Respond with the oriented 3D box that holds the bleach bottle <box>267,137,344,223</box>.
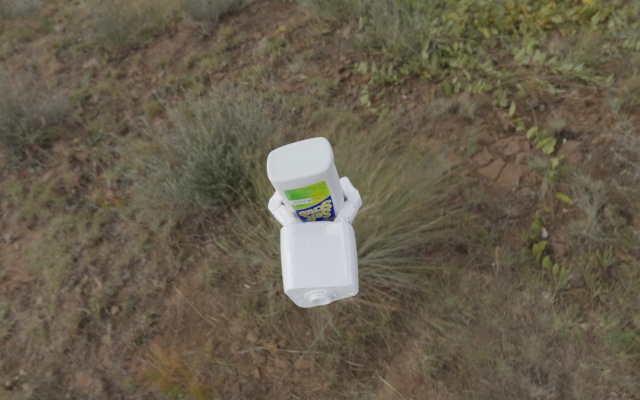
[{"bbox_3d":[0.000,0.003,0.785,0.102,0.068,0.251,-13,-33,11],"label":"bleach bottle"}]
